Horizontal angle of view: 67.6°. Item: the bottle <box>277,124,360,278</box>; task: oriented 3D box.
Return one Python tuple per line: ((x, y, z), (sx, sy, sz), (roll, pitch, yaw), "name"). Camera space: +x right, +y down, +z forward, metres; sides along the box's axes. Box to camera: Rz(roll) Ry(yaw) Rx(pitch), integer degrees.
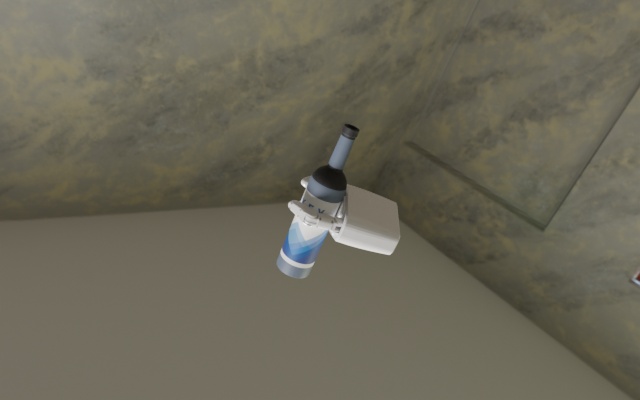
((0.000, 0.003, 0.849), (0.069, 0.296, 0.069), (19, 24, -9), "bottle")
